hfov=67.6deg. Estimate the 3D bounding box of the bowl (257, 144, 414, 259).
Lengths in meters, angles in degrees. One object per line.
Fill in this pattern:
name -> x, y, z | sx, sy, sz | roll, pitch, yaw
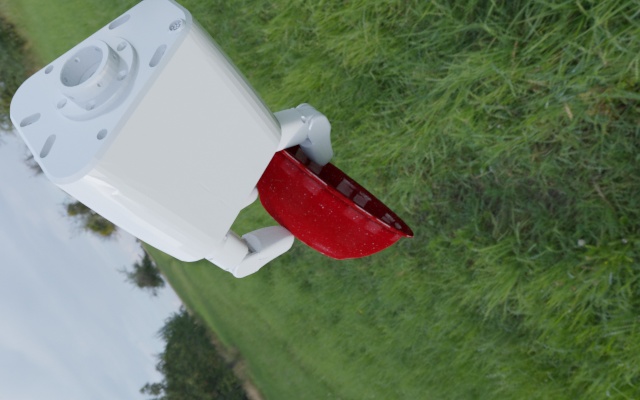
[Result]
bowl -> 0.001, 0.002, 0.415 | 0.162, 0.055, 0.162 | 35, 9, -6
